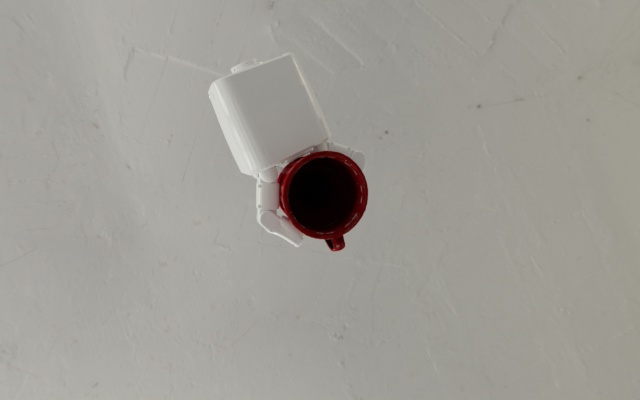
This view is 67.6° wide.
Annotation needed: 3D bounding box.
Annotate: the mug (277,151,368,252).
[{"bbox_3d":[0.001,0.003,0.536,0.093,0.117,0.081,-24,12,-12],"label":"mug"}]
